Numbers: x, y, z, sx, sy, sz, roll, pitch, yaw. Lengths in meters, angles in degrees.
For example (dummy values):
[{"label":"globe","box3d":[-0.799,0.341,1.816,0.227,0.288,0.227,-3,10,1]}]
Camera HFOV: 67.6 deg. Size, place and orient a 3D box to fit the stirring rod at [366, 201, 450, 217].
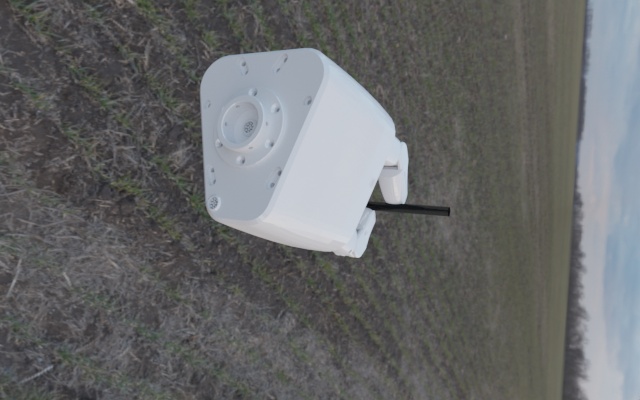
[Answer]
[{"label":"stirring rod","box3d":[0.000,0.002,0.450,0.239,0.011,0.011,4,2,28]}]
